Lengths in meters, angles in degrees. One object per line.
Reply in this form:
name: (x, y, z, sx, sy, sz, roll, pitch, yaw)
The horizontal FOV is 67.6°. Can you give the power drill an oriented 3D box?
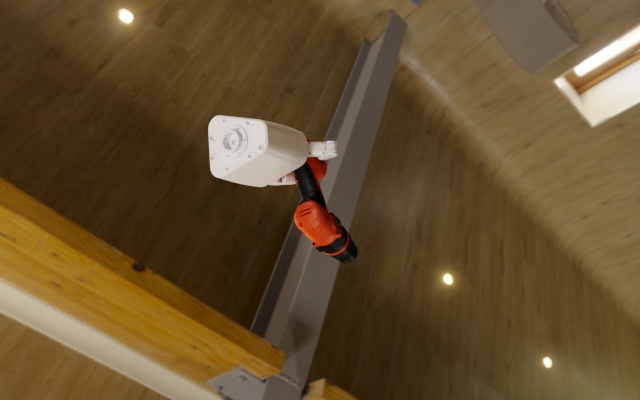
power drill: (0.000, 0.002, 0.795, 0.057, 0.187, 0.184, -25, -34, 10)
